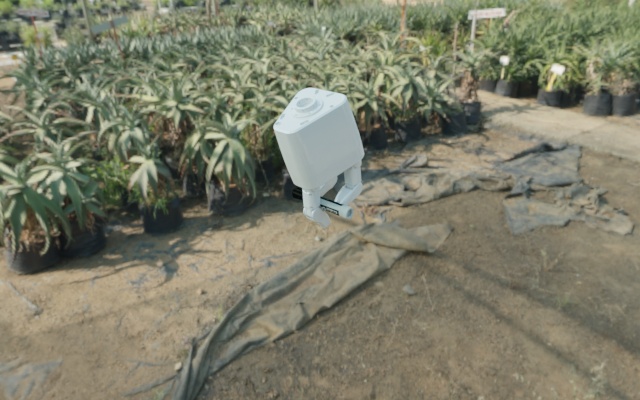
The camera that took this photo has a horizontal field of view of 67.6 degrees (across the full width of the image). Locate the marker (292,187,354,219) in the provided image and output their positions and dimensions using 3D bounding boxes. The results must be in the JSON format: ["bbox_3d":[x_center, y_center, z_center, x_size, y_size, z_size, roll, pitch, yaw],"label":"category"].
[{"bbox_3d":[0.000,0.003,0.755,0.121,0.020,0.020,21,13,38],"label":"marker"}]
